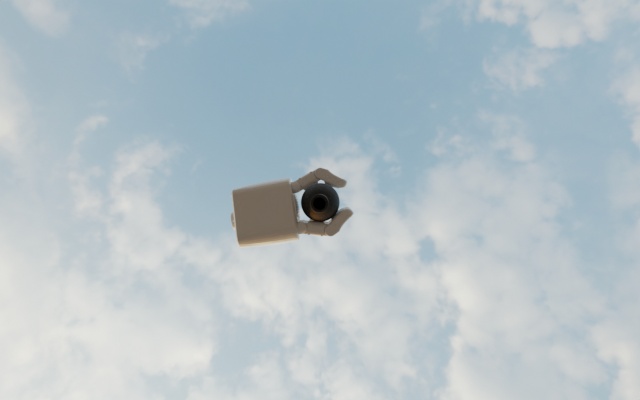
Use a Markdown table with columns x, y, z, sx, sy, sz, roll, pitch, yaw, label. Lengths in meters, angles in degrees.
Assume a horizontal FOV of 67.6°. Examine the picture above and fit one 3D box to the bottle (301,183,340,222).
| x | y | z | sx | sy | sz | roll | pitch | yaw | label |
| --- | --- | --- | --- | --- | --- | --- | --- | --- | --- |
| 0.000 | 0.003 | 0.851 | 0.069 | 0.069 | 0.295 | 0 | 1 | 1 | bottle |
